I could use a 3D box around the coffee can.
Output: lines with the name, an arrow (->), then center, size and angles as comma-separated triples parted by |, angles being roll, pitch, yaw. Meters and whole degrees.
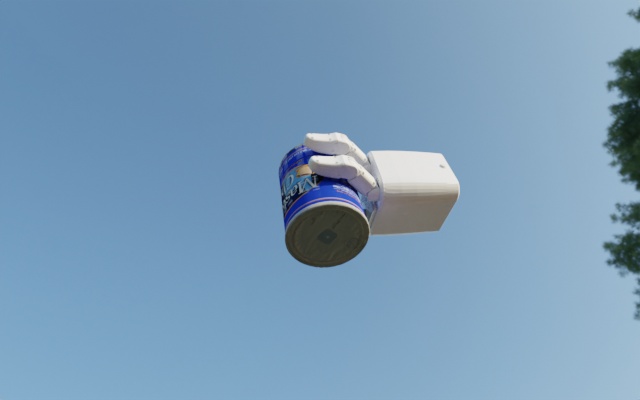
coffee can -> 0.000, 0.002, 0.623 | 0.103, 0.103, 0.140 | 0, 38, -9
